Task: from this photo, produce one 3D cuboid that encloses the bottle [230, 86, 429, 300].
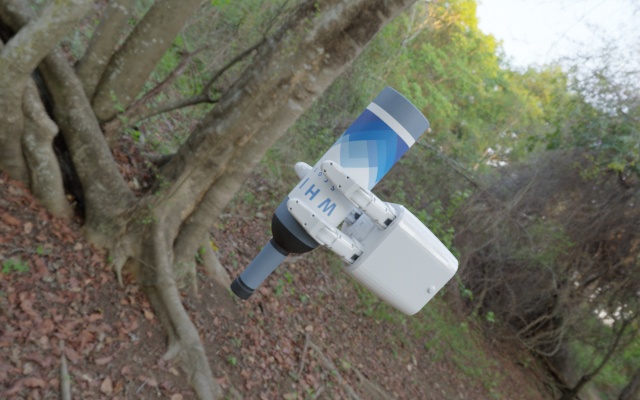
[{"bbox_3d":[0.000,0.002,0.555,0.069,0.296,0.069,42,7,-6],"label":"bottle"}]
